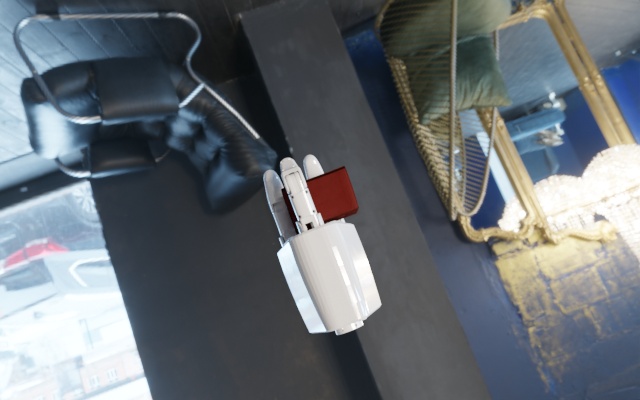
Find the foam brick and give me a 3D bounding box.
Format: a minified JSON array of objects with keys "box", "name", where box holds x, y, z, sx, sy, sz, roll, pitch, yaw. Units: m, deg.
[{"box":[0.000,0.002,0.554,0.078,0.051,0.053,-21,-10,-2],"name":"foam brick"}]
